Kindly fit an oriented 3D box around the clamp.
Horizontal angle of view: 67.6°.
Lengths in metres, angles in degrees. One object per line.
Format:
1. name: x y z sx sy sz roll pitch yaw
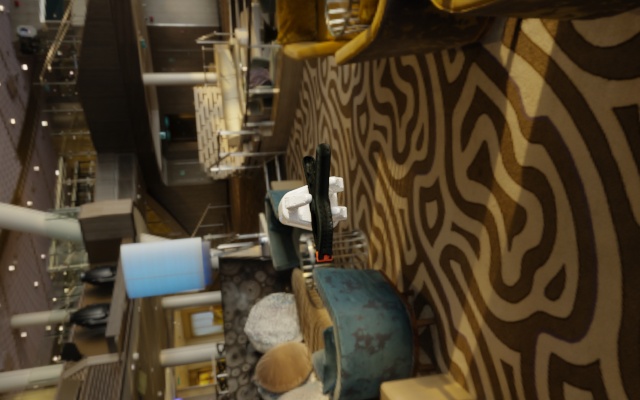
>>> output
1. clamp: -0.001 0.003 0.853 0.036 0.210 0.164 -5 -8 -11
